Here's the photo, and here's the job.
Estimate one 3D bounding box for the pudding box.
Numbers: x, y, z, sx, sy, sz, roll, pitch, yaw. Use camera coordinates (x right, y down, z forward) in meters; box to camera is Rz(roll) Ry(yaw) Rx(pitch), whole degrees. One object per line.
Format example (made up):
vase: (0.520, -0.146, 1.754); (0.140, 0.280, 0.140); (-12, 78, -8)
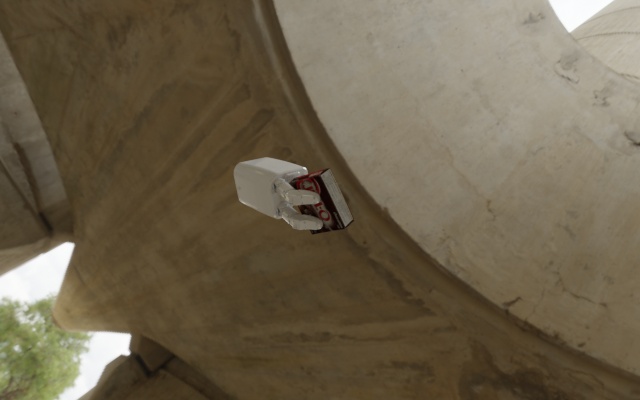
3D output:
pudding box: (0.000, 0.003, 0.882); (0.090, 0.113, 0.039); (-13, 20, 46)
